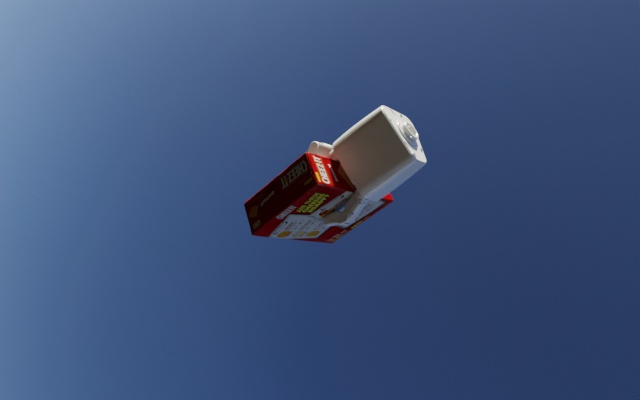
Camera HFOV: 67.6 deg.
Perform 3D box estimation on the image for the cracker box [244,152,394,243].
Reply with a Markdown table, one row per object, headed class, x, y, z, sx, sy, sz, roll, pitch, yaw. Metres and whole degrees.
| class | x | y | z | sx | sy | sz | roll | pitch | yaw |
| --- | --- | --- | --- | --- | --- | --- | --- | --- | --- |
| cracker box | 0.000 | 0.003 | 0.840 | 0.164 | 0.072 | 0.214 | -37 | -30 | 30 |
